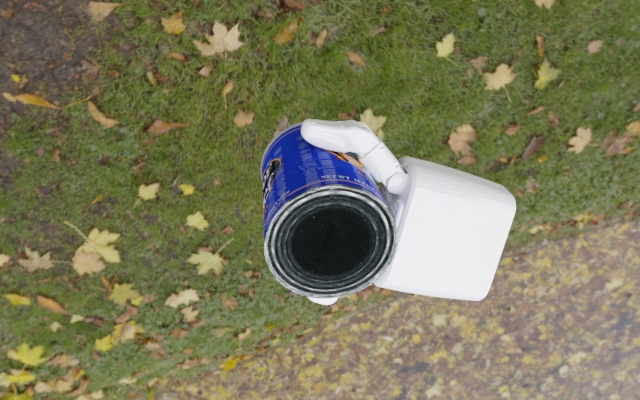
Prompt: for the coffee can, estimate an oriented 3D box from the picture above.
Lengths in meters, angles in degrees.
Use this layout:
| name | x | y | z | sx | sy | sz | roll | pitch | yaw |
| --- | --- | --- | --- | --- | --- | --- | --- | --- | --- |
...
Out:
| name | x | y | z | sx | sy | sz | roll | pitch | yaw |
| --- | --- | --- | --- | --- | --- | --- | --- | --- | --- |
| coffee can | 0.000 | 0.001 | 0.420 | 0.103 | 0.103 | 0.140 | 0 | 28 | -8 |
